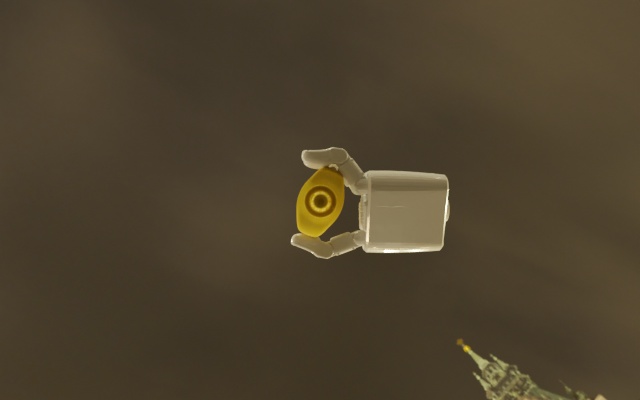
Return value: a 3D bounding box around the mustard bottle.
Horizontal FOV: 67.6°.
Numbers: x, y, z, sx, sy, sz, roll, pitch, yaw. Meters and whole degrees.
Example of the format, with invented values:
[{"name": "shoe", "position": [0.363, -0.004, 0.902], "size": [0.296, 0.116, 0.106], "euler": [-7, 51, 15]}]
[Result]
[{"name": "mustard bottle", "position": [0.000, 0.002, 0.658], "size": [0.058, 0.096, 0.191], "euler": [24, 0, -1]}]
